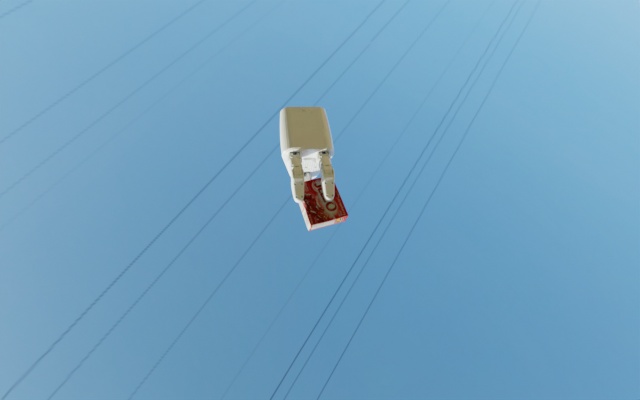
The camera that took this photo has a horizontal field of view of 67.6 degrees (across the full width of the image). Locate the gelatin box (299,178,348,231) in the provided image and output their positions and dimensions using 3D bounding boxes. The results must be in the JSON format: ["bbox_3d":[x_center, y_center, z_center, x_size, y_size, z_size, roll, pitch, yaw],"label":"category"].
[{"bbox_3d":[0.000,0.003,0.867,0.073,0.089,0.030,-14,-23,-17],"label":"gelatin box"}]
